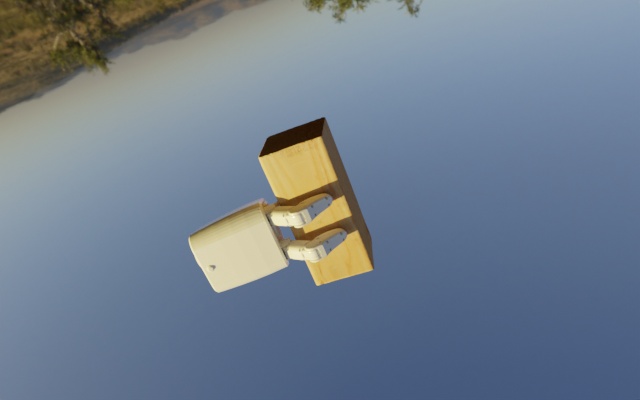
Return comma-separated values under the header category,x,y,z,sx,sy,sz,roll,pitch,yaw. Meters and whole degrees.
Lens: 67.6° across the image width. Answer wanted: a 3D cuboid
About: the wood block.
category,x,y,z,sx,sy,sz,roll,pitch,yaw
wood block,0.000,0.002,0.670,0.090,0.206,0.090,-18,24,11
